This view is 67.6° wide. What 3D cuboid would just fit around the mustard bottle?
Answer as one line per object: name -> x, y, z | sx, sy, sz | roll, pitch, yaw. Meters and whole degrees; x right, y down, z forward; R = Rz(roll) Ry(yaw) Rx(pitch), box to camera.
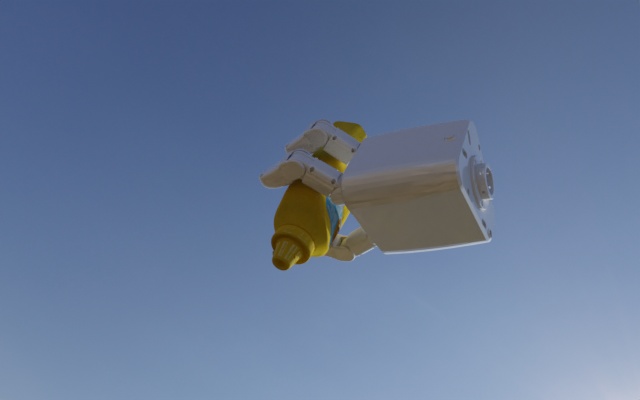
mustard bottle -> 0.000, 0.001, 0.500 | 0.058, 0.096, 0.191 | 13, 41, 18
